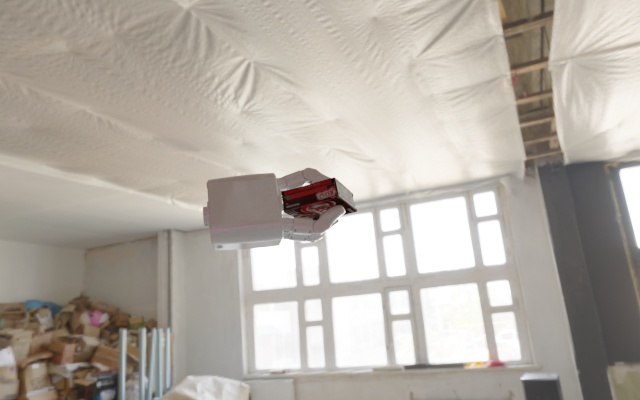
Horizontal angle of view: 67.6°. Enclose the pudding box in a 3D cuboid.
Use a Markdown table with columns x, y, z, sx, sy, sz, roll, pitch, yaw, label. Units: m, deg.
| x | y | z | sx | sy | sz | roll | pitch | yaw | label |
| --- | --- | --- | --- | --- | --- | --- | --- | --- | --- |
| 0.000 | 0.002 | 0.759 | 0.090 | 0.039 | 0.113 | -14 | -14 | 16 | pudding box |
